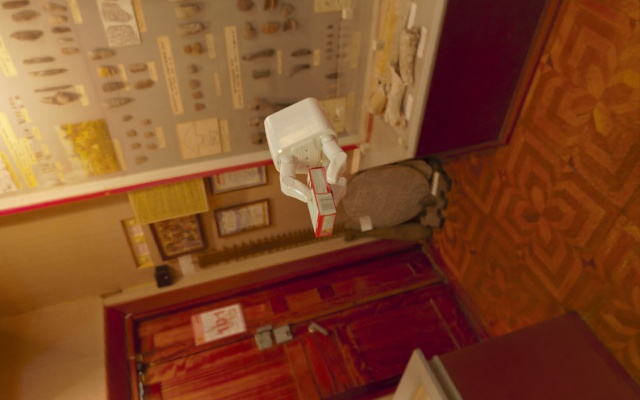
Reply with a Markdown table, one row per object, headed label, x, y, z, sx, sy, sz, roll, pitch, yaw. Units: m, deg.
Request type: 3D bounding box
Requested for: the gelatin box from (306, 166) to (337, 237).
| label | x | y | z | sx | sy | sz | roll | pitch | yaw |
| --- | --- | --- | --- | --- | --- | --- | --- | --- | --- |
| gelatin box | 0.000 | 0.003 | 0.757 | 0.030 | 0.089 | 0.073 | -8 | -30 | -11 |
